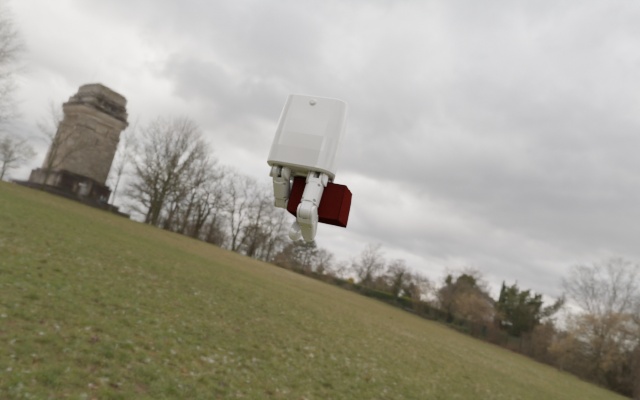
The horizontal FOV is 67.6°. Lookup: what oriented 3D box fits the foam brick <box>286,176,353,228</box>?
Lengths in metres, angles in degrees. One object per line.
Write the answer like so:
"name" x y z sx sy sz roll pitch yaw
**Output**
"foam brick" 0.000 0.002 0.667 0.078 0.051 0.053 11 -12 17
